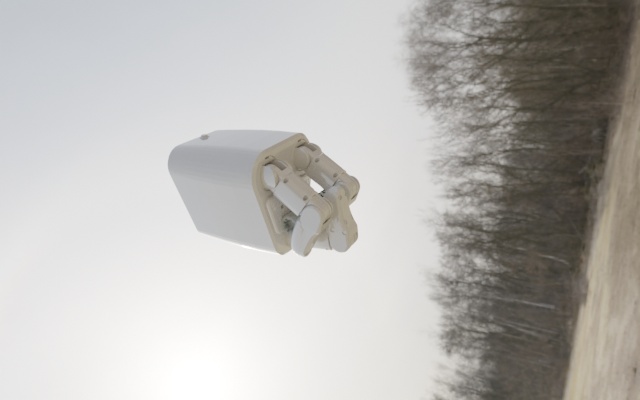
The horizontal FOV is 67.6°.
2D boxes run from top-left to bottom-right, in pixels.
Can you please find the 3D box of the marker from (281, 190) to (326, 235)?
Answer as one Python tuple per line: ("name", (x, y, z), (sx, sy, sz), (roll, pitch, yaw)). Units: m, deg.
("marker", (0.000, 0.002, 0.479), (0.020, 0.020, 0.121), (0, 21, 31))
